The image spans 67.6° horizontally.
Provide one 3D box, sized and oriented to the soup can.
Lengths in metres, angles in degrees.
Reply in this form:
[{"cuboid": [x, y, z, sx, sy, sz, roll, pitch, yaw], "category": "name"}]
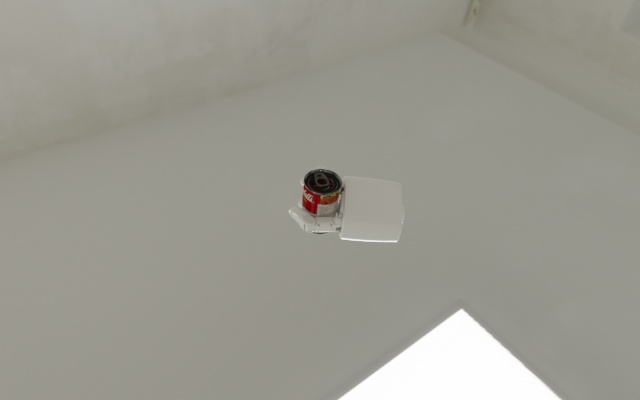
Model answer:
[{"cuboid": [0.000, 0.003, 0.868, 0.068, 0.102, 0.068, 4, 43, -3], "category": "soup can"}]
